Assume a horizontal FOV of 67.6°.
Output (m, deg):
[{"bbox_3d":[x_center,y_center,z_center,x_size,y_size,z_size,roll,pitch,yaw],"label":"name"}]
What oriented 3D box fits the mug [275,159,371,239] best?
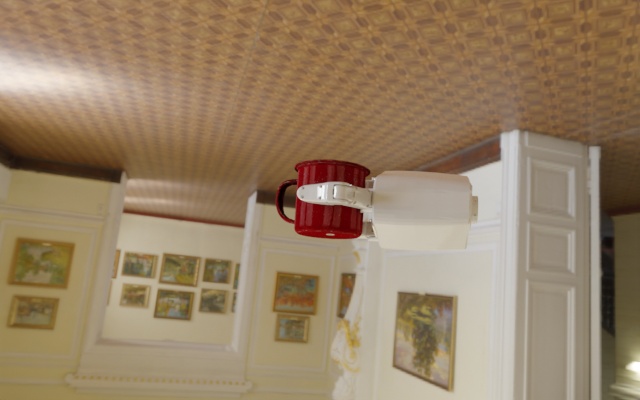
[{"bbox_3d":[-0.001,0.002,0.577,0.117,0.081,0.093,1,-11,17],"label":"mug"}]
